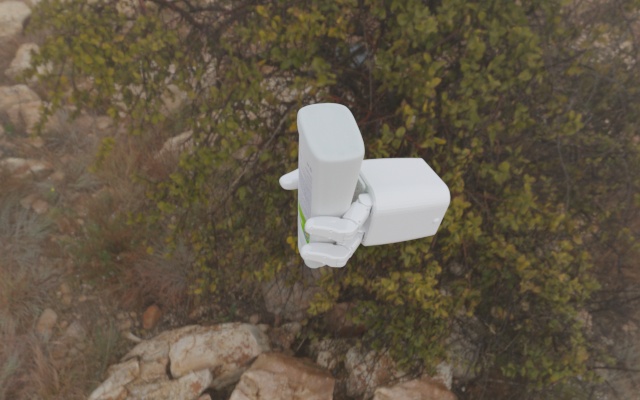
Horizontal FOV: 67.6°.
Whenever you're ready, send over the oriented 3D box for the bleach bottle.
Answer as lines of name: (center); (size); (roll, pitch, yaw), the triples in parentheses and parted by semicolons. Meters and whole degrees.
bleach bottle: (0.000, 0.002, 0.632); (0.068, 0.102, 0.251); (-7, -39, -13)
